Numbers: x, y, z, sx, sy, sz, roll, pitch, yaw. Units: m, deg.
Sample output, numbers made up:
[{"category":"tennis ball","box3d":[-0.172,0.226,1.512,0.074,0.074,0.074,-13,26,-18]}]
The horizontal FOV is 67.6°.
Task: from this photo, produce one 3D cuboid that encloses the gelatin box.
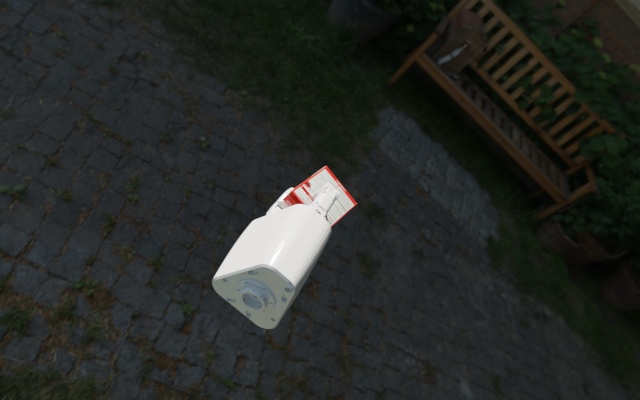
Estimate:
[{"category":"gelatin box","box3d":[0.001,0.002,0.676,0.089,0.073,0.030,-39,-1,-45]}]
